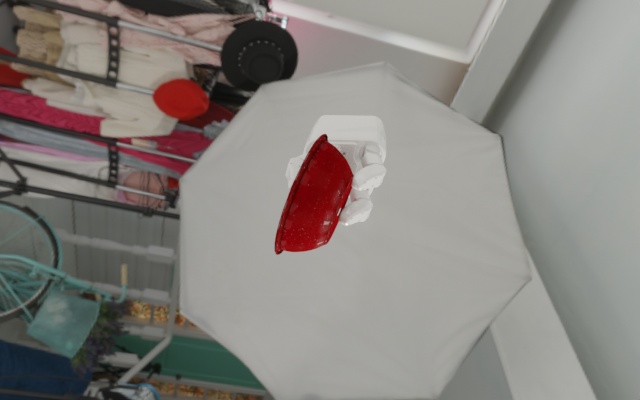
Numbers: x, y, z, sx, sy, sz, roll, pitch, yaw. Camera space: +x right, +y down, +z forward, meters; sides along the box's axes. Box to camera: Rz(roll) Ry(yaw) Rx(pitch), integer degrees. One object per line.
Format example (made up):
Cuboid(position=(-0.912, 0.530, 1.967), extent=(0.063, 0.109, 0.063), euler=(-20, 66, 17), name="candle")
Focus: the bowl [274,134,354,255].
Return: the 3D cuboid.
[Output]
Cuboid(position=(0.000, 0.003, 0.593), extent=(0.055, 0.162, 0.162), euler=(22, 3, 7), name="bowl")
